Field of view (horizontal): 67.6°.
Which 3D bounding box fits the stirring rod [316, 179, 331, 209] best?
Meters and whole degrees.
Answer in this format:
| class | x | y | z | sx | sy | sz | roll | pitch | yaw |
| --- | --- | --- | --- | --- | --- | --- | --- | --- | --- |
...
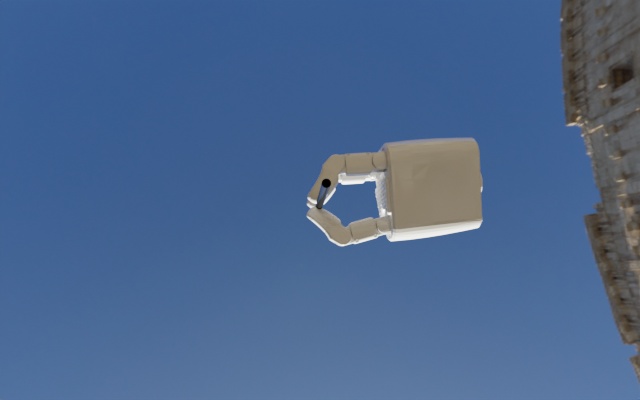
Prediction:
| class | x | y | z | sx | sy | sz | roll | pitch | yaw |
| --- | --- | --- | --- | --- | --- | --- | --- | --- | --- |
| stirring rod | 0.000 | 0.002 | 0.518 | 0.011 | 0.011 | 0.239 | 0 | -8 | -2 |
